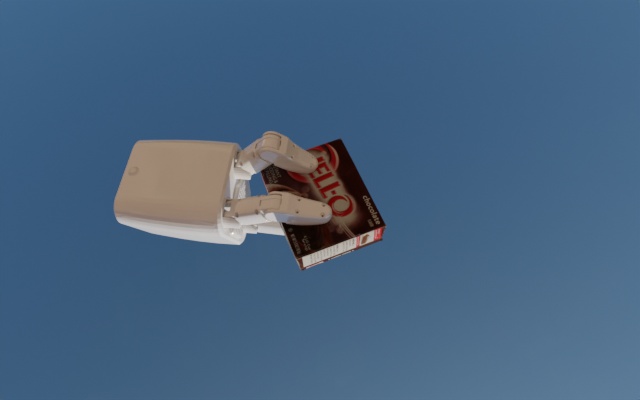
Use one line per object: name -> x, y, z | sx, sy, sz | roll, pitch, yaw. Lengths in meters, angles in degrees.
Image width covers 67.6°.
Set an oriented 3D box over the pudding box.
pudding box -> 0.000, 0.002, 0.471 | 0.090, 0.113, 0.039 | -20, -26, -8
